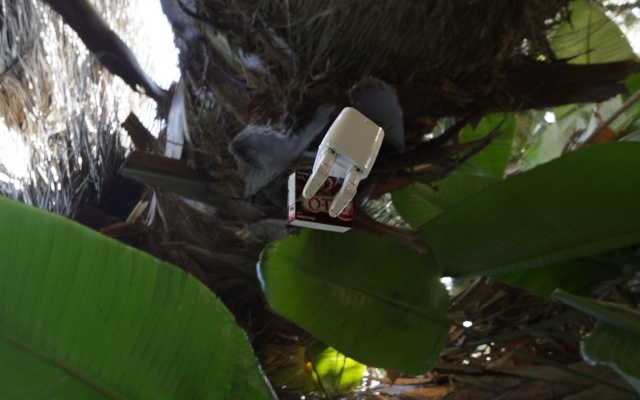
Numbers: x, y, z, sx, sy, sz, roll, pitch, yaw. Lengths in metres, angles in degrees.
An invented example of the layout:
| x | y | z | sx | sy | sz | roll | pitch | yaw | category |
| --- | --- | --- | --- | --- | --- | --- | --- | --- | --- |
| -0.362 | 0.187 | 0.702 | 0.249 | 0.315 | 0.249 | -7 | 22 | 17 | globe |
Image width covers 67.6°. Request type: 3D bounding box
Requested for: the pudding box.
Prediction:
| x | y | z | sx | sy | sz | roll | pitch | yaw | category |
| --- | --- | --- | --- | --- | --- | --- | --- | --- | --- |
| 0.000 | 0.003 | 0.821 | 0.113 | 0.090 | 0.039 | 8 | -23 | -23 | pudding box |
